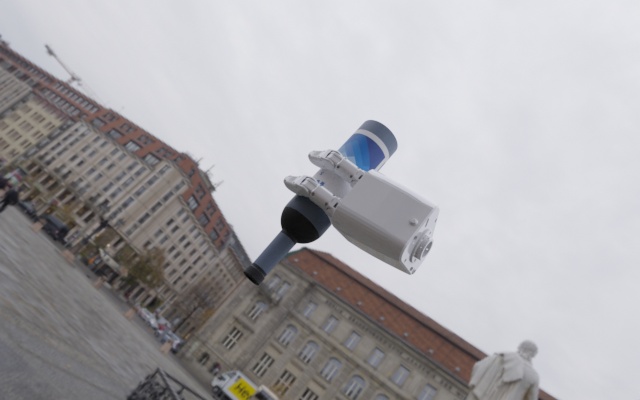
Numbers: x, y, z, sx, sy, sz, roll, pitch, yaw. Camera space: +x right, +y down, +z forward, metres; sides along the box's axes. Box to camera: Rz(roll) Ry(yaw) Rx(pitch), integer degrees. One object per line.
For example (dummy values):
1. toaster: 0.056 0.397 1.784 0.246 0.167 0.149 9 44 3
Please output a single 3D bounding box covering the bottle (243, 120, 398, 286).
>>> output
1. bottle: 0.000 0.002 0.682 0.295 0.069 0.069 -48 22 -22
